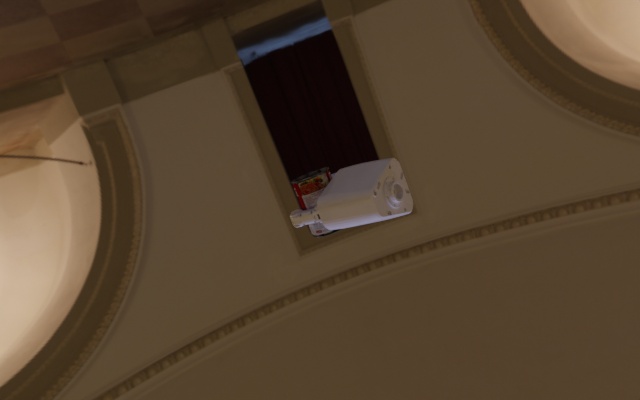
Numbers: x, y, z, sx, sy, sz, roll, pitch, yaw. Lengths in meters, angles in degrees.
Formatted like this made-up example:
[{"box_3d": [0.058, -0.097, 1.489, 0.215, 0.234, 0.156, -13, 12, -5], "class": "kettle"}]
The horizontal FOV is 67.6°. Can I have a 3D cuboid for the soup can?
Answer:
[{"box_3d": [0.000, 0.003, 0.812, 0.068, 0.102, 0.068, -21, 10, 4], "class": "soup can"}]
